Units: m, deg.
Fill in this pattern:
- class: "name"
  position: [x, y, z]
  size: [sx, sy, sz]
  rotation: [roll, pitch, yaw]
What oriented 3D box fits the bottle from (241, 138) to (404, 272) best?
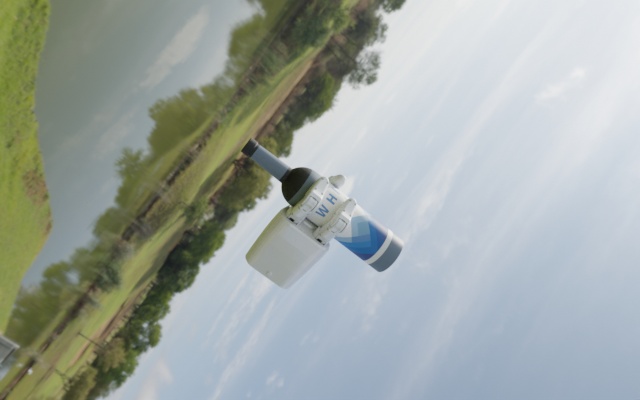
- class: "bottle"
  position: [0.000, 0.003, 0.759]
  size: [0.296, 0.069, 0.069]
  rotation: [38, -8, -11]
